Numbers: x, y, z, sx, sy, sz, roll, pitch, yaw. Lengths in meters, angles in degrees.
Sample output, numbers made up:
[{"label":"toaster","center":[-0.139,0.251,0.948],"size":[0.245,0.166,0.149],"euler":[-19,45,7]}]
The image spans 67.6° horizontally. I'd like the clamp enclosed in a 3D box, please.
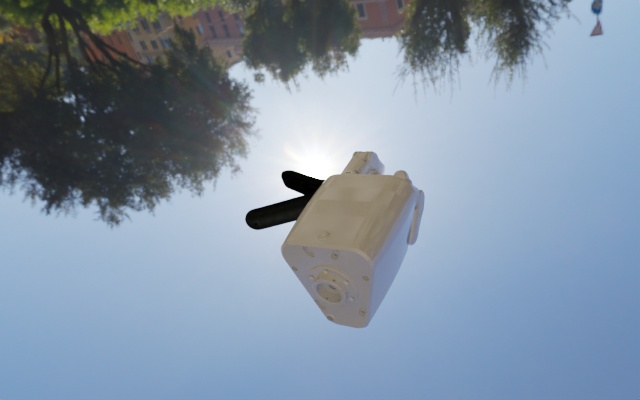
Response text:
[{"label":"clamp","center":[0.000,0.002,0.552],"size":[0.171,0.039,0.120],"euler":[3,37,30]}]
